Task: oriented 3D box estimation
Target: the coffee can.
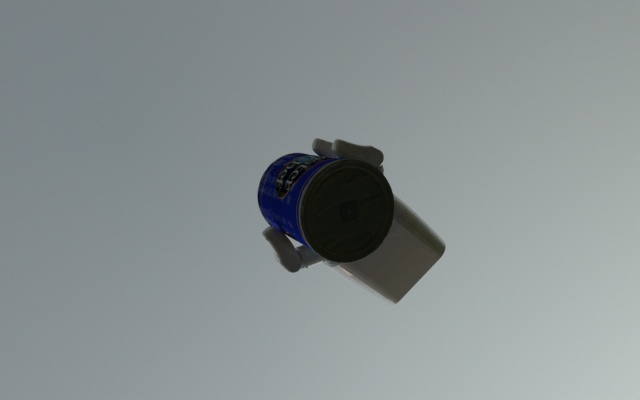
[{"bbox_3d":[0.000,0.002,0.523,0.103,0.103,0.140,0,8,-24],"label":"coffee can"}]
